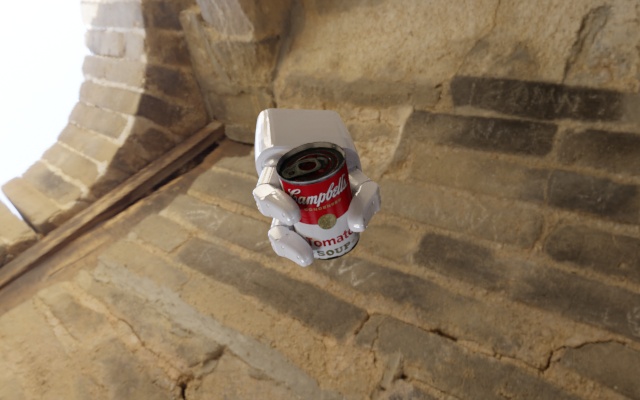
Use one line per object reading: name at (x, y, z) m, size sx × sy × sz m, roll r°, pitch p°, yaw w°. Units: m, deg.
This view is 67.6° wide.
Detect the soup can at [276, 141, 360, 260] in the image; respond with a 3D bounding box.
soup can at (0.000, 0.002, 0.482) m, size 0.068 × 0.102 × 0.068 m, roll -9°, pitch 37°, yaw 7°
